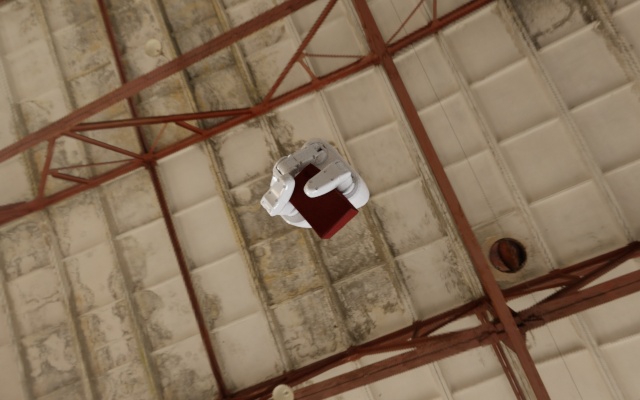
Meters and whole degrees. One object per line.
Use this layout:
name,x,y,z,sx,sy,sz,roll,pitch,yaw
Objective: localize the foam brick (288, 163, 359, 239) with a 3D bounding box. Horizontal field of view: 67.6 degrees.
foam brick,0.000,0.002,0.580,0.053,0.078,0.051,-43,-15,6
